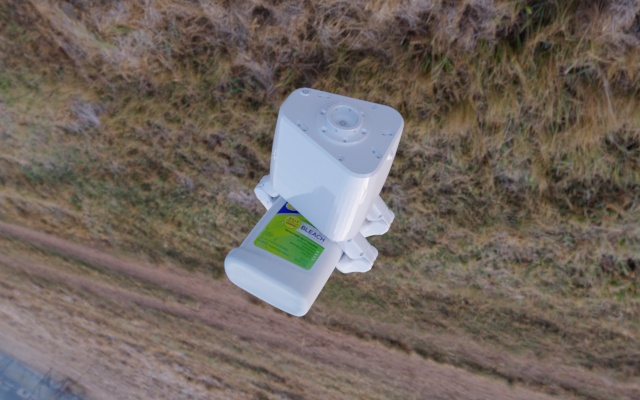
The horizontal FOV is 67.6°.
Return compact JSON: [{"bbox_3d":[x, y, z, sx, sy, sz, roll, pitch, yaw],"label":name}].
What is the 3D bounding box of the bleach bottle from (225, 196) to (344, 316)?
[{"bbox_3d":[0.000,0.002,0.551,0.102,0.250,0.068,27,-33,8],"label":"bleach bottle"}]
